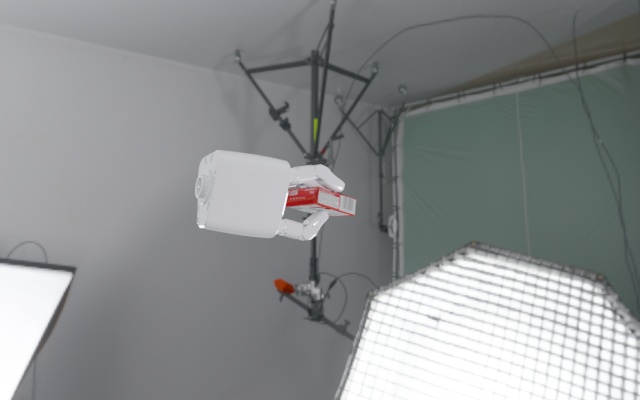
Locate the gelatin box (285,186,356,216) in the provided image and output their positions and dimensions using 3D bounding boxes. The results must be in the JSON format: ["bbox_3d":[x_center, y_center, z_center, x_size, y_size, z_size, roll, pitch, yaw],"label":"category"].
[{"bbox_3d":[0.000,0.003,0.749,0.089,0.030,0.073,18,-15,-42],"label":"gelatin box"}]
